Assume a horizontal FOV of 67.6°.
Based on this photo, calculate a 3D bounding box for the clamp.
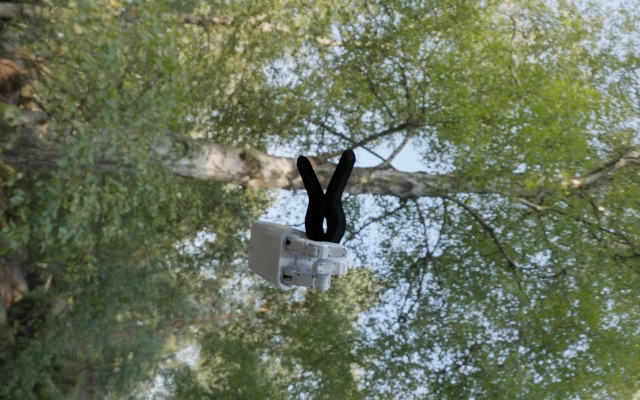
[{"bbox_3d":[0.001,0.003,0.746,0.039,0.171,0.120,5,5,-38],"label":"clamp"}]
